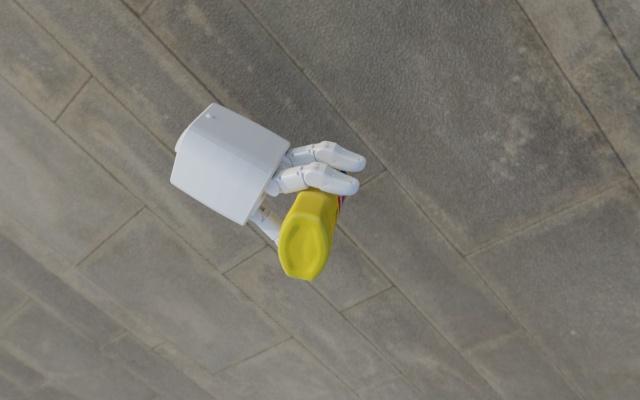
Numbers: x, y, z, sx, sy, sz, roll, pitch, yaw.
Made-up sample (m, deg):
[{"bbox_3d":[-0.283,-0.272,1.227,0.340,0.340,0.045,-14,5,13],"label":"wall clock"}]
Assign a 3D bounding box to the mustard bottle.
[{"bbox_3d":[0.000,0.002,0.587,0.058,0.096,0.191,10,35,8],"label":"mustard bottle"}]
